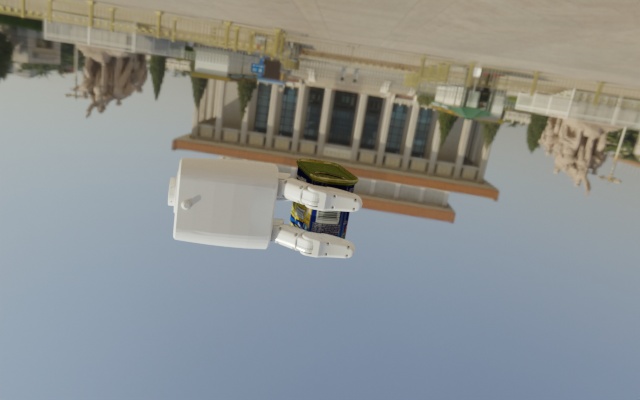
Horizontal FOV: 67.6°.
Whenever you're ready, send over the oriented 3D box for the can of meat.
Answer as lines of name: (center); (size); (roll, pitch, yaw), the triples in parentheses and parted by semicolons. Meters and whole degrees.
can of meat: (0.000, 0.002, 0.575); (0.057, 0.084, 0.102); (5, 15, -18)
